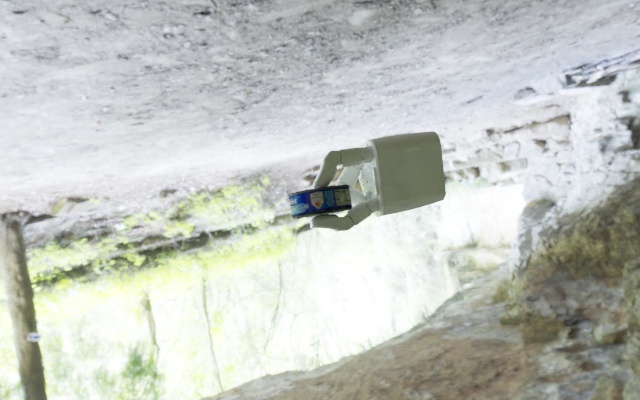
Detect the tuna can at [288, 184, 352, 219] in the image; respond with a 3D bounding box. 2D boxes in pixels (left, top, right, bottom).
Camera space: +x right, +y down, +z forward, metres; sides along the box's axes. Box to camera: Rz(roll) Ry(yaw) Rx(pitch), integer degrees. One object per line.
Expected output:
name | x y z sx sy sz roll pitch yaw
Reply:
tuna can | 0.000 0.003 0.658 0.086 0.034 0.086 -9 -4 -1
